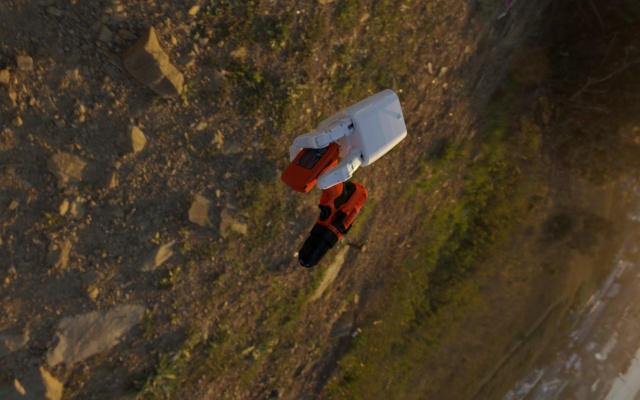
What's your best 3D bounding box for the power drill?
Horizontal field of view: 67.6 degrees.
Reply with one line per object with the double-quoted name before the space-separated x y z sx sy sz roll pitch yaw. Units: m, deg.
"power drill" 0.000 0.002 0.803 0.057 0.184 0.188 21 -27 32
